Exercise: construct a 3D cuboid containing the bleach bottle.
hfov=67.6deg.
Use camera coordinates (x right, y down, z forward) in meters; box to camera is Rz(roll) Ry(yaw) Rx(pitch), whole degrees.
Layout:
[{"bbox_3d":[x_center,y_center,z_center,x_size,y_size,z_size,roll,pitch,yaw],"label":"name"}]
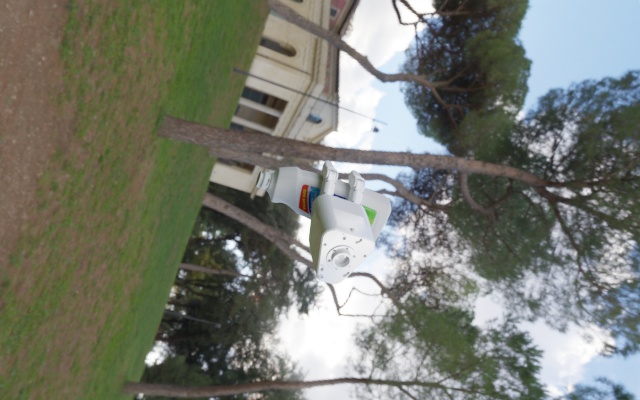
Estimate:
[{"bbox_3d":[0.000,0.003,0.893,0.251,0.103,0.068,17,27,-17],"label":"bleach bottle"}]
